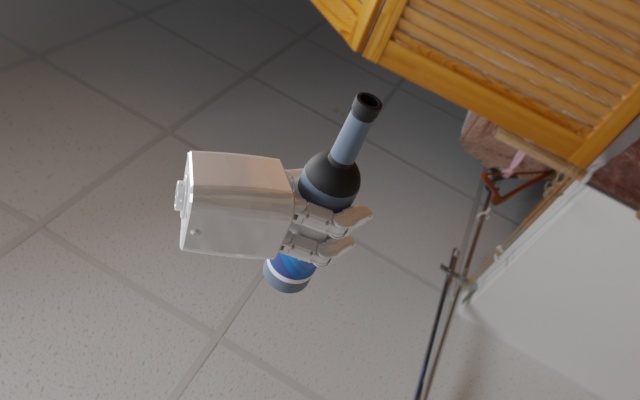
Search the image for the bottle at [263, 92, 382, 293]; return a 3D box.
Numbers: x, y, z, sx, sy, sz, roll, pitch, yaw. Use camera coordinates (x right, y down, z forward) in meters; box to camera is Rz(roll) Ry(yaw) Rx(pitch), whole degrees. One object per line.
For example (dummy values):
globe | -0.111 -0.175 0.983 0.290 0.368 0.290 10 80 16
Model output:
bottle | 0.000 0.002 0.556 0.069 0.069 0.296 0 -42 -25
